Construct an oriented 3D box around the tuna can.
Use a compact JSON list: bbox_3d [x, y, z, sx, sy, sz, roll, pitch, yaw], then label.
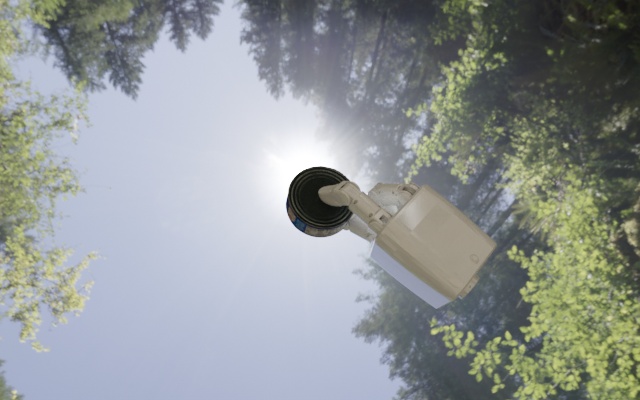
[{"bbox_3d":[0.000,0.002,0.592,0.086,0.086,0.034,0,-27,-11],"label":"tuna can"}]
